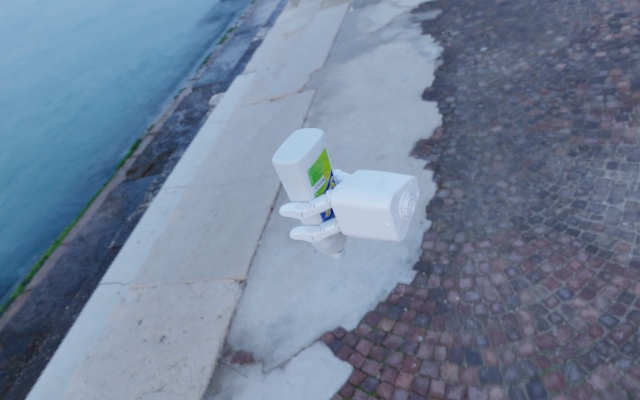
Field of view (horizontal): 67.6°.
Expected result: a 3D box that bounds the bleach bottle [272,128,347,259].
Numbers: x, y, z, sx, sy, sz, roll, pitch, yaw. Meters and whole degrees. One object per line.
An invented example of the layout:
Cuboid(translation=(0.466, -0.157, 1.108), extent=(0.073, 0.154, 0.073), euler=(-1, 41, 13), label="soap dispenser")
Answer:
Cuboid(translation=(0.000, 0.003, 0.850), extent=(0.068, 0.251, 0.102), euler=(7, 45, 34), label="bleach bottle")
